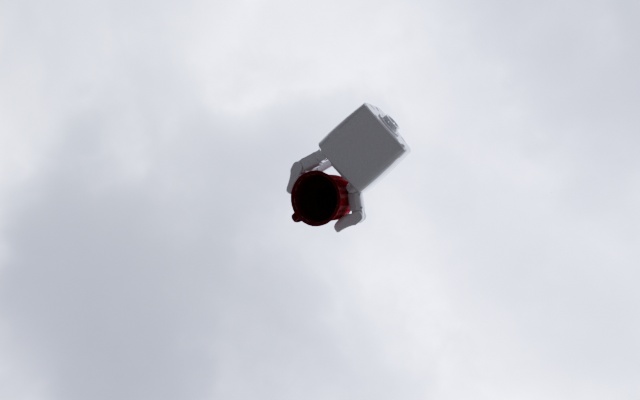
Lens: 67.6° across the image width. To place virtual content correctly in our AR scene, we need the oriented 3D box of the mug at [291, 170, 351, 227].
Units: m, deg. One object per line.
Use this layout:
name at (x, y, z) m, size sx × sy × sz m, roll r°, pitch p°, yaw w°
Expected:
mug at (-0.001, 0.004, 0.826) m, size 0.117 × 0.093 × 0.081 m, roll -40°, pitch -15°, yaw 22°
